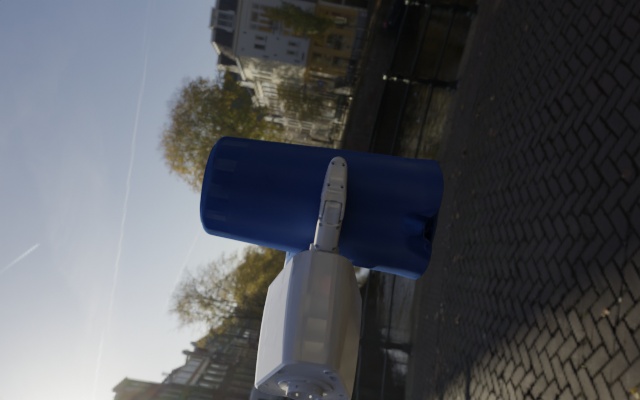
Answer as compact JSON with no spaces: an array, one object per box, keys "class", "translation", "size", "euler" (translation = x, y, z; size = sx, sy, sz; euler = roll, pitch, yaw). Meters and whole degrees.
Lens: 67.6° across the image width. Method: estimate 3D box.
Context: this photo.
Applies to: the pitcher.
[{"class":"pitcher","translation":[0.000,0.002,0.531],"size":[0.243,0.145,0.149],"euler":[10,-38,-3]}]
